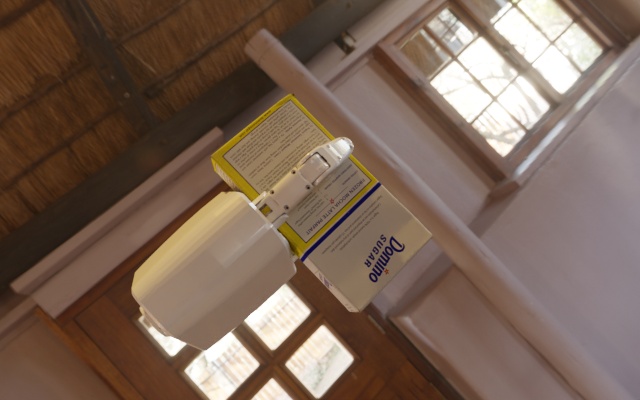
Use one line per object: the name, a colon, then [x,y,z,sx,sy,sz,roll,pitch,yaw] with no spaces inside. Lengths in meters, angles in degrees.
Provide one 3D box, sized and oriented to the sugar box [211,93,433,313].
sugar box: [0.000,0.001,0.413,0.093,0.176,0.048,-42,-3,-14]
